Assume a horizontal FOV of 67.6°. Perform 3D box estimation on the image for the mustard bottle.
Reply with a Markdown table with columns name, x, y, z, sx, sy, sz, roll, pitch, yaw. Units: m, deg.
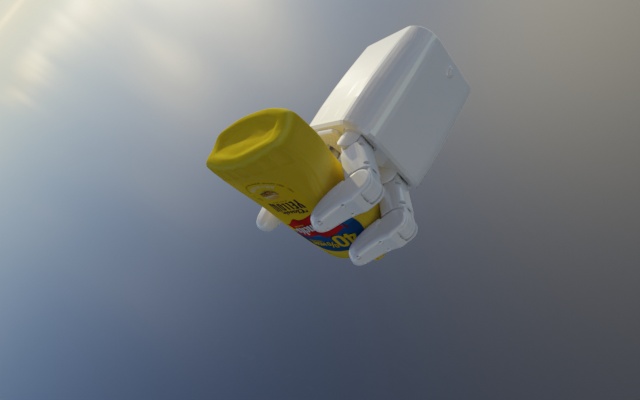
| name | x | y | z | sx | sy | sz | roll | pitch | yaw |
| --- | --- | --- | --- | --- | --- | --- | --- | --- | --- |
| mustard bottle | 0.000 | 0.002 | 0.418 | 0.096 | 0.058 | 0.192 | -10 | -38 | 41 |
